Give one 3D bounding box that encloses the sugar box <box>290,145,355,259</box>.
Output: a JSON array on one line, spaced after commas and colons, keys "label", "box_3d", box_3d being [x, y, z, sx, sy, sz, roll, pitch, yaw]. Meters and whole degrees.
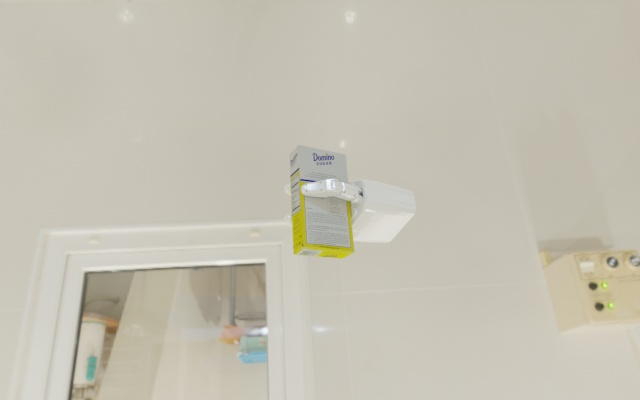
[{"label": "sugar box", "box_3d": [0.000, 0.003, 0.781, 0.093, 0.176, 0.048, 9, -27, -27]}]
